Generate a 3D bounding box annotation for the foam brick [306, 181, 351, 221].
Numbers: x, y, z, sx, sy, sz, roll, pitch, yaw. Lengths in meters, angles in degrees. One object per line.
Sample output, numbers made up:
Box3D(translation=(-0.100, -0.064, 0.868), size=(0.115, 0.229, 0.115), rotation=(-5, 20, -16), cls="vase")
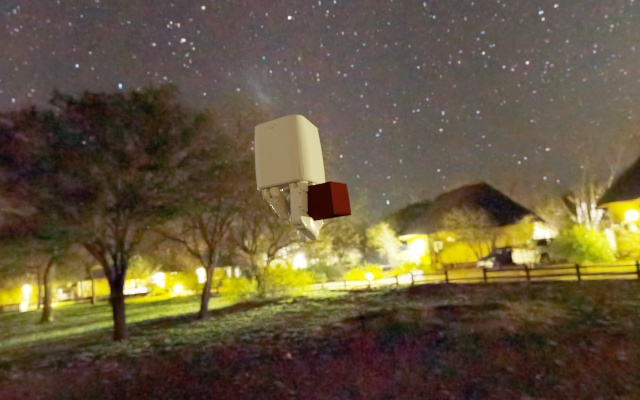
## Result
Box3D(translation=(0.000, 0.003, 0.749), size=(0.078, 0.051, 0.053), rotation=(-10, -9, 32), cls="foam brick")
